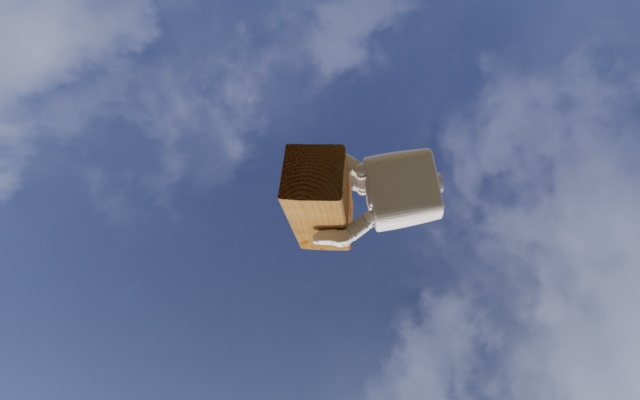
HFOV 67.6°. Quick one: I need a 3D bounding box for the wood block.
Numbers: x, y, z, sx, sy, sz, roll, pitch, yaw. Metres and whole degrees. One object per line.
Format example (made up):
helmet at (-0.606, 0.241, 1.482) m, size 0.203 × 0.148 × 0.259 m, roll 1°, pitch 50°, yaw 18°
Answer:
wood block at (0.001, 0.003, 0.753) m, size 0.090 × 0.090 × 0.206 m, roll 2°, pitch -25°, yaw 8°
